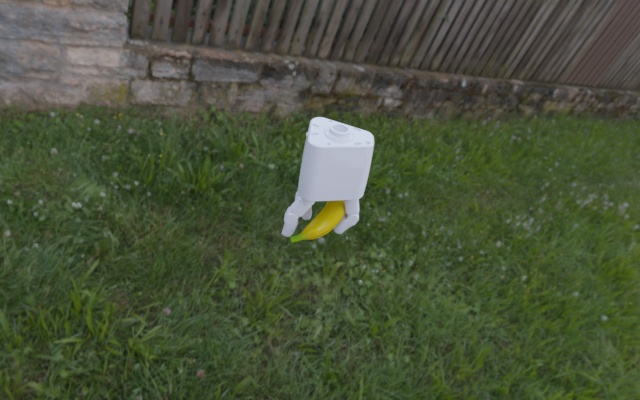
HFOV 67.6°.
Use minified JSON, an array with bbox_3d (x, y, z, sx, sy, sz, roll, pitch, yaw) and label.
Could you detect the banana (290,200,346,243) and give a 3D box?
[{"bbox_3d":[0.016,0.008,0.855,0.069,0.037,0.197,12,40,21],"label":"banana"}]
